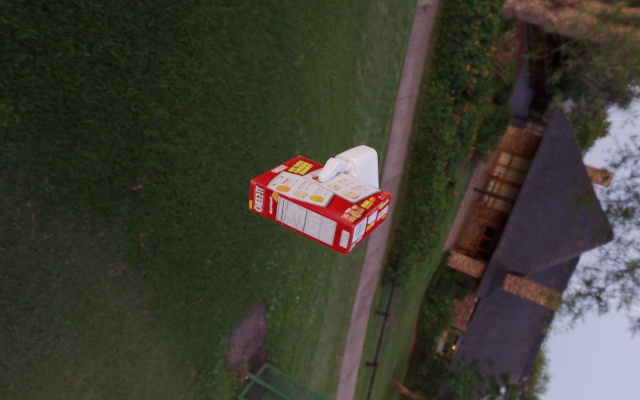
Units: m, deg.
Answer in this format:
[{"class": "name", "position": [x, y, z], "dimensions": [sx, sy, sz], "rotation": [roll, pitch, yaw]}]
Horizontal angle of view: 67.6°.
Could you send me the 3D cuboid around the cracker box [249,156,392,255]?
[{"class": "cracker box", "position": [0.000, 0.003, 0.888], "dimensions": [0.213, 0.072, 0.164], "rotation": [23, 31, 22]}]
